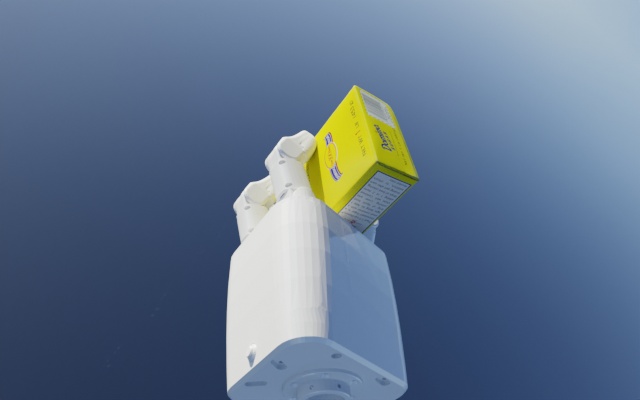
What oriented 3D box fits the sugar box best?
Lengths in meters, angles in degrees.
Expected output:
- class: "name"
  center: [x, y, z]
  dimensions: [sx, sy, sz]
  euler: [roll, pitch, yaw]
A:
- class: "sugar box"
  center: [0.000, 0.001, 0.401]
  dimensions: [0.048, 0.093, 0.176]
  euler: [22, -51, -29]
